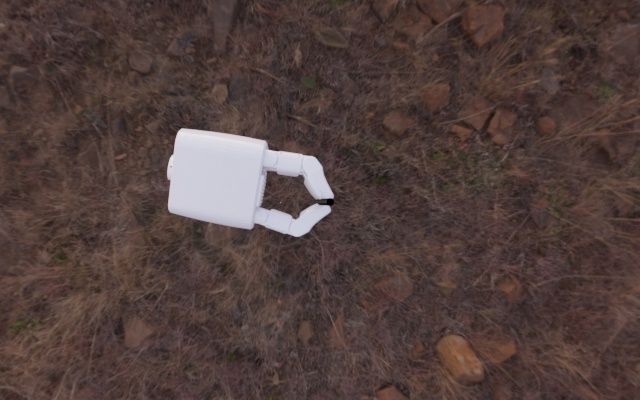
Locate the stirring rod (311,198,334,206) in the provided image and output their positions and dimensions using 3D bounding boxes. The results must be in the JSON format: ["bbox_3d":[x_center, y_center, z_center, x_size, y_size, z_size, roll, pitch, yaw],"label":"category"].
[{"bbox_3d":[0.000,0.002,0.604,0.011,0.011,0.239,0,0,-5],"label":"stirring rod"}]
